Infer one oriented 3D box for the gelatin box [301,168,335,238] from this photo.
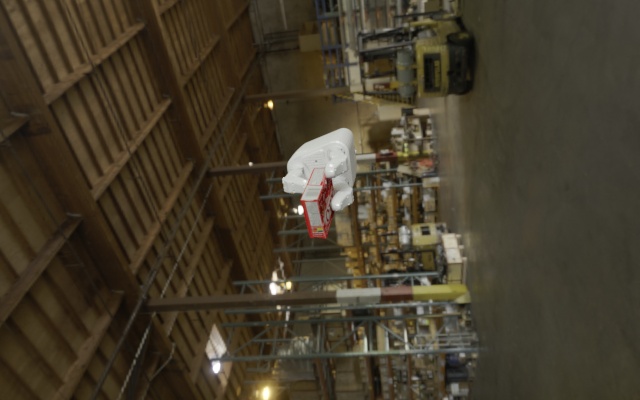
[{"bbox_3d":[0.000,0.003,0.731,0.030,0.073,0.089,-1,36,16],"label":"gelatin box"}]
